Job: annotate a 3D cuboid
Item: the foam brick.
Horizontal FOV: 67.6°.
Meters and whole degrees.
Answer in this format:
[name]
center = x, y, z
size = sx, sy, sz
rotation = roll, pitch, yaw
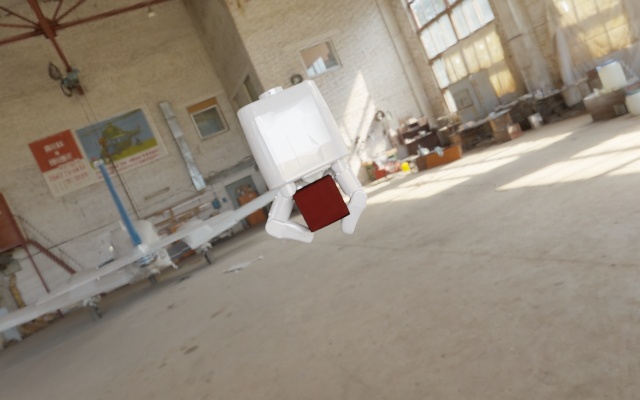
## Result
[foam brick]
center = 0.000, 0.002, 0.589
size = 0.053, 0.051, 0.078
rotation = -26, 5, 0
